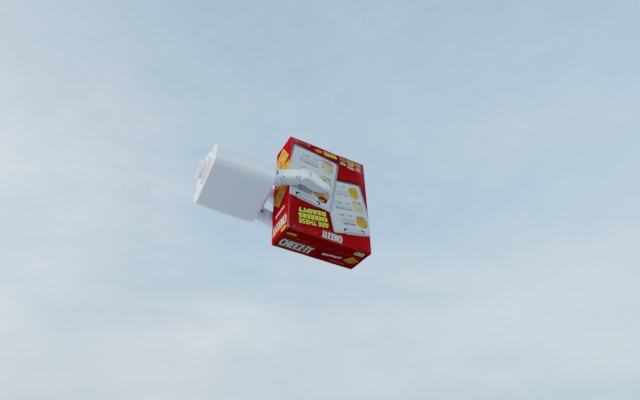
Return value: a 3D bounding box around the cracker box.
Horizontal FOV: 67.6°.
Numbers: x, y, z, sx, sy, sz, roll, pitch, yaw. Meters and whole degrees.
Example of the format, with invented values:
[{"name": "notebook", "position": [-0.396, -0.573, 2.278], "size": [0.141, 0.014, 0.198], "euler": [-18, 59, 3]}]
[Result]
[{"name": "cracker box", "position": [0.000, 0.003, 0.867], "size": [0.164, 0.213, 0.072], "euler": [20, -44, -23]}]
